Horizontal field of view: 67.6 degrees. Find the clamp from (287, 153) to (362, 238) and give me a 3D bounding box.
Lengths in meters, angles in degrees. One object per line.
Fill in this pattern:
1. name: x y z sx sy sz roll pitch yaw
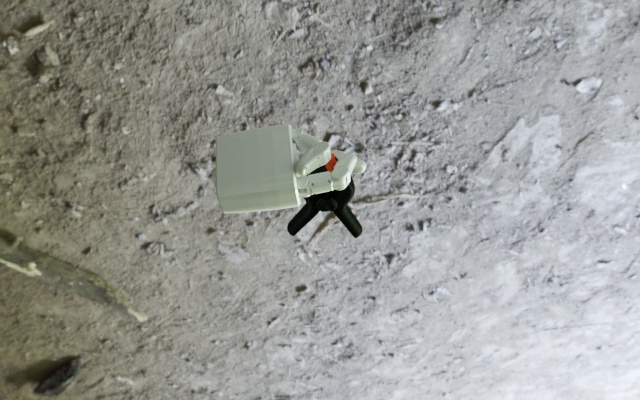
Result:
1. clamp: 0.000 0.003 0.723 0.120 0.172 0.039 -8 45 1
